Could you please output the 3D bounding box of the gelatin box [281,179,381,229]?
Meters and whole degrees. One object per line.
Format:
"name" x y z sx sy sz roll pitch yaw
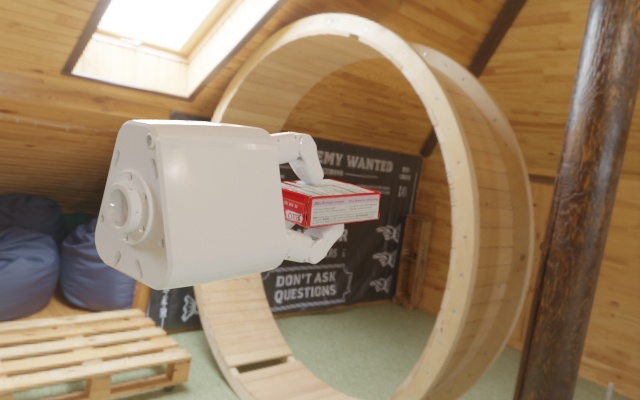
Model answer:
"gelatin box" 0.000 0.001 0.449 0.089 0.030 0.073 -6 15 -39
